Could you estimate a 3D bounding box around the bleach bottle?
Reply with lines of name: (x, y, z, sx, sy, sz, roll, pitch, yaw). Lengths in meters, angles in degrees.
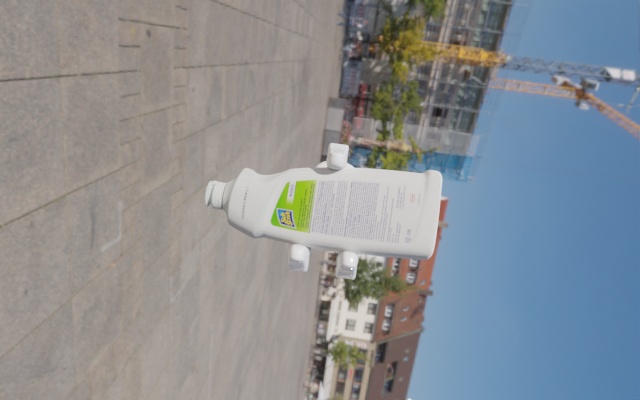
bleach bottle: (0.000, 0.002, 0.530, 0.251, 0.102, 0.068, 8, -8, 2)
